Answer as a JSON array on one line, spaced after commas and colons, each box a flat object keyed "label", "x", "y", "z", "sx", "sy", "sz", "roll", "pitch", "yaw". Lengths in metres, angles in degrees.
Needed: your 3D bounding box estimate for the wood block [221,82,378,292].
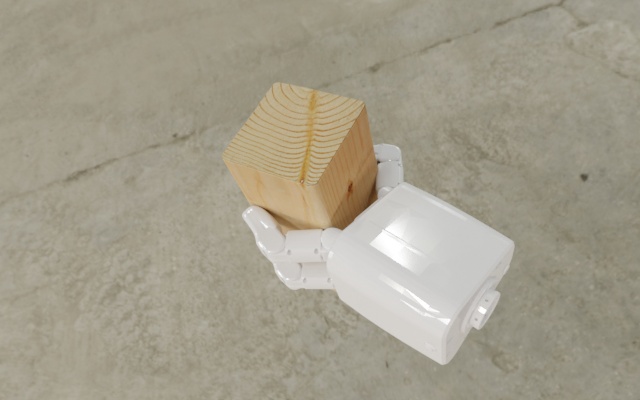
[{"label": "wood block", "x": 0.001, "y": 0.001, "z": 0.456, "sx": 0.090, "sy": 0.090, "sz": 0.206, "roll": 18, "pitch": -28, "yaw": 25}]
